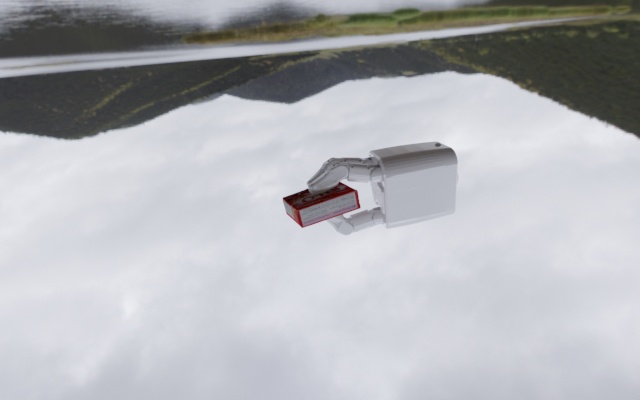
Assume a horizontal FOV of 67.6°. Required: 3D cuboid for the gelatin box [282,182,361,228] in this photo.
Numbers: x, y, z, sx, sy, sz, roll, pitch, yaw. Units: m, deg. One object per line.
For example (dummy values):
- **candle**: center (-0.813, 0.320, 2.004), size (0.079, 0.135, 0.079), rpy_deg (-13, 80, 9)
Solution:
- **gelatin box**: center (0.000, 0.003, 0.659), size (0.089, 0.030, 0.073), rpy_deg (-19, 19, -15)
